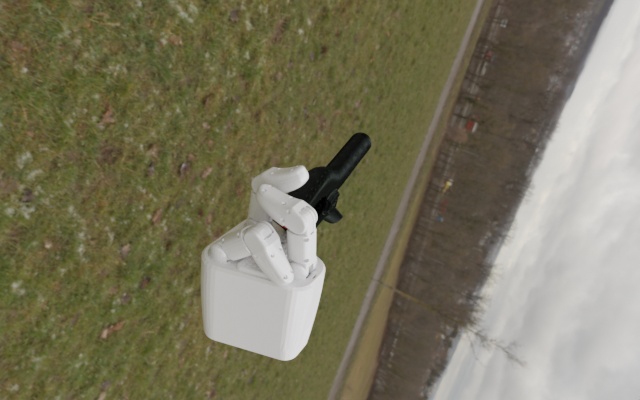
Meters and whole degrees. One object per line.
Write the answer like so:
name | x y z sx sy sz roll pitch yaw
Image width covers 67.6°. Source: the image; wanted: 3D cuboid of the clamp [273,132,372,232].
clamp | 0.001 0.002 0.520 0.039 0.120 0.171 25 35 21
